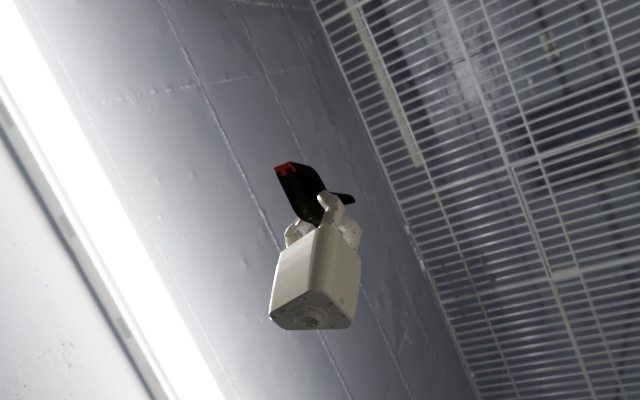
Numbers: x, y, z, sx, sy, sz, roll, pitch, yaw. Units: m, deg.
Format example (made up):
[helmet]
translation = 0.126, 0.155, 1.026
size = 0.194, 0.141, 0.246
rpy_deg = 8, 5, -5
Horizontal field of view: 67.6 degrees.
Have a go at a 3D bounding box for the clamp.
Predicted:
[clamp]
translation = -0.001, 0.003, 0.767
size = 0.036, 0.164, 0.210
rpy_deg = -19, -52, 27
